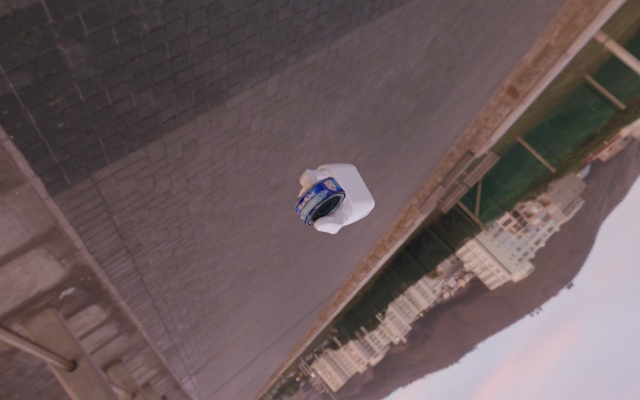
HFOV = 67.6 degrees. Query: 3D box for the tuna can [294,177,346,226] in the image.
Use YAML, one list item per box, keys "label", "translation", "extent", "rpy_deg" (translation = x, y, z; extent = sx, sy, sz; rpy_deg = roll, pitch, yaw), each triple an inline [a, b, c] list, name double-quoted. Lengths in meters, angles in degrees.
- label: "tuna can"
  translation: [0.000, 0.003, 0.784]
  extent: [0.086, 0.033, 0.086]
  rpy_deg: [-36, -18, -14]
